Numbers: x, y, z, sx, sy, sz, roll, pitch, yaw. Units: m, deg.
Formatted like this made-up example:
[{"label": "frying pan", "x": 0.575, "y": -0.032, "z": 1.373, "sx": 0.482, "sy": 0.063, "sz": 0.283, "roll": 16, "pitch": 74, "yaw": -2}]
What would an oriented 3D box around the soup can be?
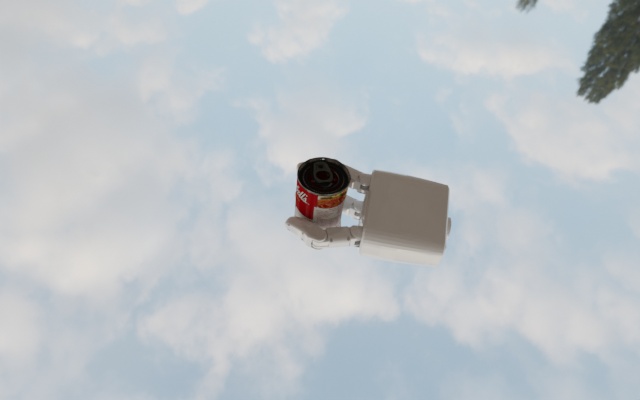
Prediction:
[{"label": "soup can", "x": 0.000, "y": 0.002, "z": 0.634, "sx": 0.068, "sy": 0.068, "sz": 0.102, "roll": 0, "pitch": -42, "yaw": -7}]
